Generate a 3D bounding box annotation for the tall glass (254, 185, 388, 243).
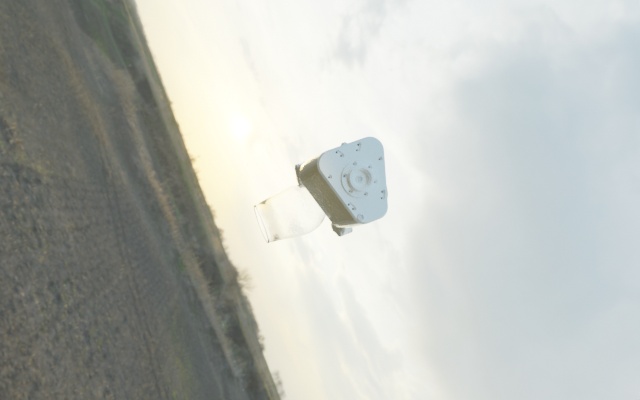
[{"bbox_3d":[0.001,0.002,0.748,0.201,0.079,0.079,-20,5,-13],"label":"tall glass"}]
